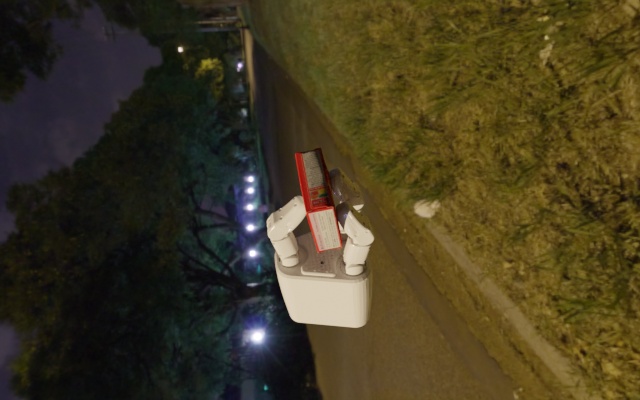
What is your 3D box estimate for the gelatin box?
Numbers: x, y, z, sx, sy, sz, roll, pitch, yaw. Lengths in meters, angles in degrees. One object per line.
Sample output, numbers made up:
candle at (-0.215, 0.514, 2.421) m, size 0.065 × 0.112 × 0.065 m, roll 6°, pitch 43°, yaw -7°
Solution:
gelatin box at (0.000, 0.002, 0.494) m, size 0.030 × 0.073 × 0.089 m, roll -12°, pitch -33°, yaw 2°
